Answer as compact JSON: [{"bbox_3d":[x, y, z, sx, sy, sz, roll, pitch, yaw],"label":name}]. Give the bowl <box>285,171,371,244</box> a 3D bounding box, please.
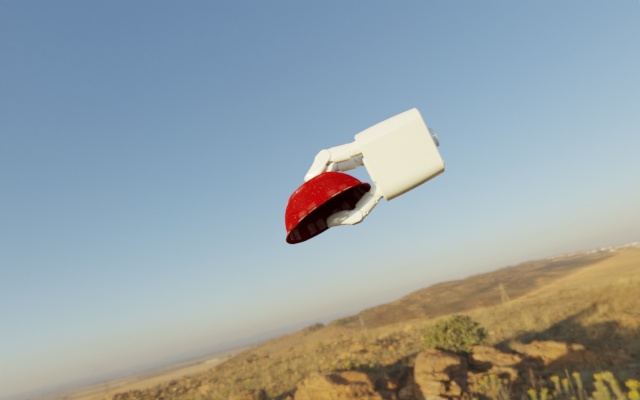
[{"bbox_3d":[-0.001,0.003,0.764,0.162,0.055,0.162,-32,-16,-10],"label":"bowl"}]
